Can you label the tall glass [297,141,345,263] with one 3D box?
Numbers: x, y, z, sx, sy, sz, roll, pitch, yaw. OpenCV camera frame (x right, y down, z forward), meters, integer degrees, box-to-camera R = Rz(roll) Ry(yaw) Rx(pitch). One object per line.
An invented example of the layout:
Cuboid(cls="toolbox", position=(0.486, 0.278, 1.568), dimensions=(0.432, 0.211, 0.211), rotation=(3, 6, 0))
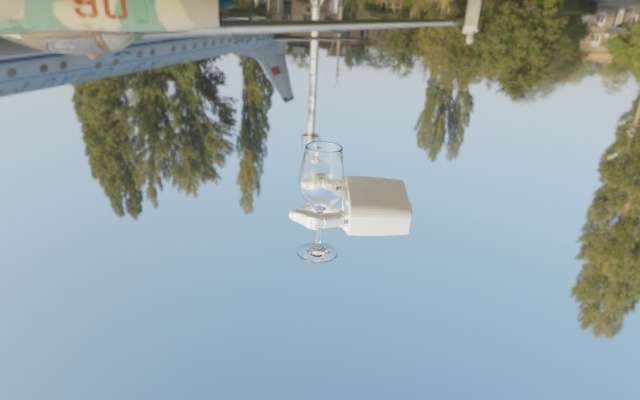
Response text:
Cuboid(cls="tall glass", position=(0.000, 0.003, 0.822), dimensions=(0.079, 0.201, 0.079), rotation=(3, 23, -1))
